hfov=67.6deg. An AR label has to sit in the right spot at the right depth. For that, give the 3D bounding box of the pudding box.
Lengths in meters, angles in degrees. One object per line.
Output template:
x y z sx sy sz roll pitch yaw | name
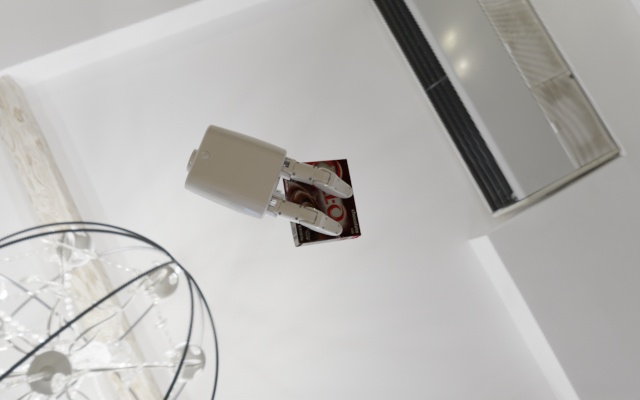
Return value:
0.000 0.002 0.654 0.090 0.113 0.039 -7 -9 -17 | pudding box
